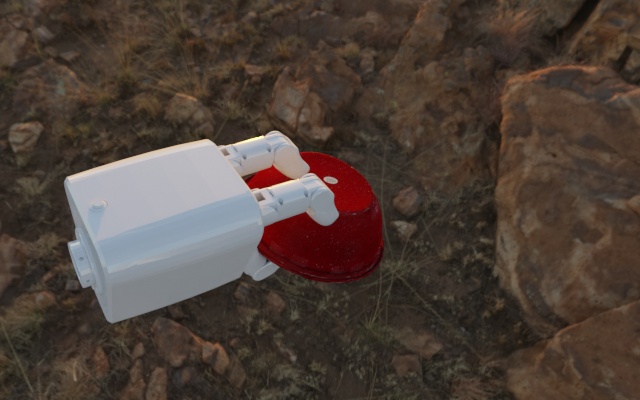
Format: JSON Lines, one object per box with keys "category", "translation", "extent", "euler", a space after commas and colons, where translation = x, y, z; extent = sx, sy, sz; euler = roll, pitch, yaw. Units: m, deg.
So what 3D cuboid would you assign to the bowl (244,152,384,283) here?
{"category": "bowl", "translation": [0.001, 0.001, 0.468], "extent": [0.162, 0.055, 0.162], "euler": [18, 35, -13]}
